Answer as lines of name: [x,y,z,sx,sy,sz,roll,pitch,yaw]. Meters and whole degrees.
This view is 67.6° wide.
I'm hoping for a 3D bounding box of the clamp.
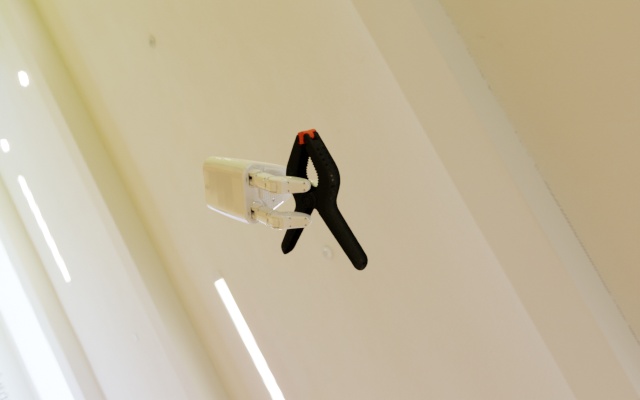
clamp: [0.000,0.002,0.704,0.164,0.210,0.036,14,24,37]
